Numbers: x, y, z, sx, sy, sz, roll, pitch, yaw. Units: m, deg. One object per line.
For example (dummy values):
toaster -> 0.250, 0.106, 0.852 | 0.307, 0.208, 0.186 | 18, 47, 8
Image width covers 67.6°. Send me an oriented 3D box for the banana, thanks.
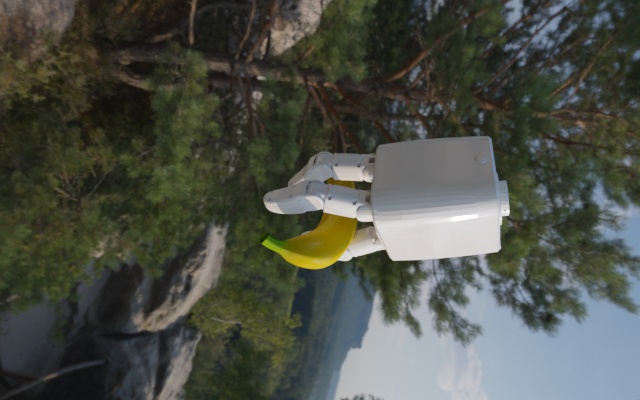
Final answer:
banana -> 0.009, 0.019, 0.492 | 0.037, 0.069, 0.197 | -27, 10, 28
